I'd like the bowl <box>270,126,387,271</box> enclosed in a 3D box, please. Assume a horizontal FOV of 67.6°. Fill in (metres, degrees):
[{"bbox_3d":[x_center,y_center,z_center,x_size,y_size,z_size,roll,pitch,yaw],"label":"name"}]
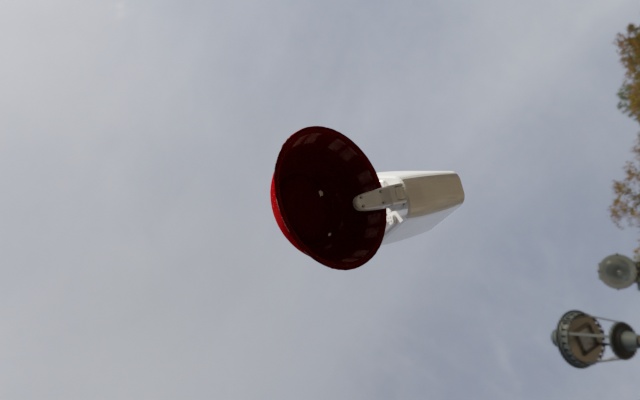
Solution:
[{"bbox_3d":[-0.001,0.002,0.533,0.162,0.162,0.055,0,-15,-42],"label":"bowl"}]
